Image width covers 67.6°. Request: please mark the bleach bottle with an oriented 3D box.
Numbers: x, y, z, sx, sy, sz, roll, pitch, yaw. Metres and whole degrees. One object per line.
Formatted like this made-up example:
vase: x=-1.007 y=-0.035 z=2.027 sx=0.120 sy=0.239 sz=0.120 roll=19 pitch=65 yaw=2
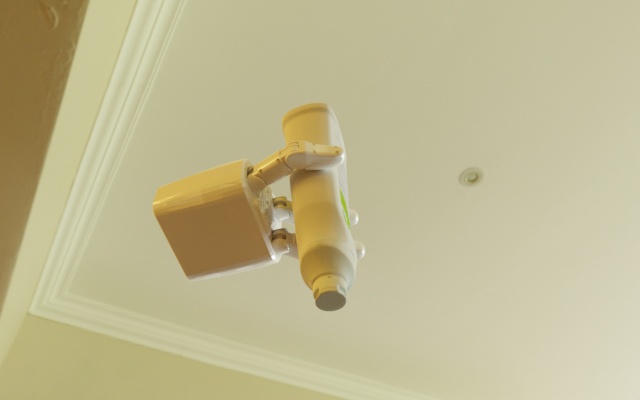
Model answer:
bleach bottle: x=0.000 y=0.002 z=0.508 sx=0.068 sy=0.103 sz=0.250 roll=-15 pitch=40 yaw=9
